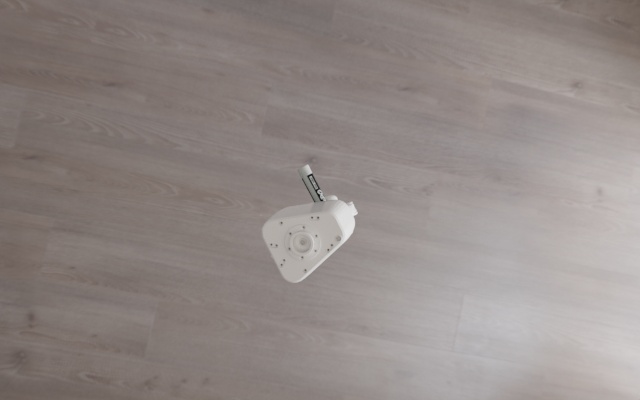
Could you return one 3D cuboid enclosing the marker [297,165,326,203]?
[{"bbox_3d":[0.000,0.002,0.733,0.020,0.121,0.020,-27,1,1],"label":"marker"}]
